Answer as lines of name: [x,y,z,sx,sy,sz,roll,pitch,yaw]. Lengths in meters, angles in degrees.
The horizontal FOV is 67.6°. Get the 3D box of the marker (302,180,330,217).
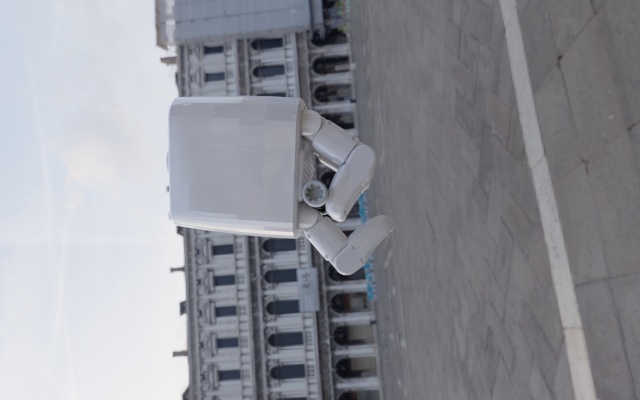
marker: [0.000,0.001,0.412,0.020,0.020,0.121,0,-7,4]
